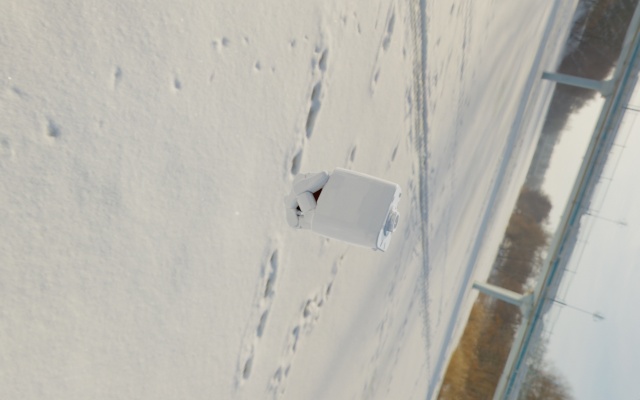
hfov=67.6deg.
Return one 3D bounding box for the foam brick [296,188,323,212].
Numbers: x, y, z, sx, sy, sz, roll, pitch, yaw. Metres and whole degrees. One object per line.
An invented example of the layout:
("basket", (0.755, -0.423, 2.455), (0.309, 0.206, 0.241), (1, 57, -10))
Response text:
("foam brick", (0.000, 0.003, 0.815), (0.051, 0.053, 0.078), (12, -7, 20))
